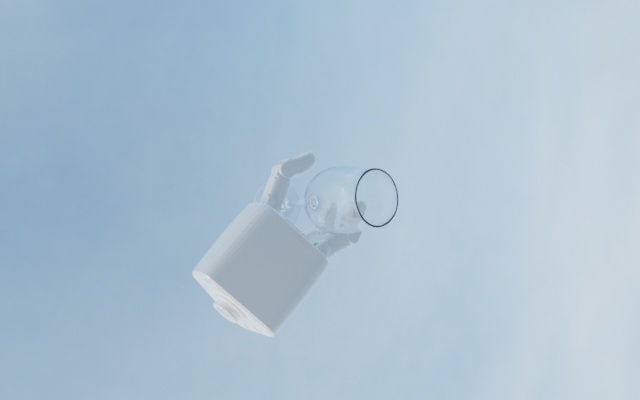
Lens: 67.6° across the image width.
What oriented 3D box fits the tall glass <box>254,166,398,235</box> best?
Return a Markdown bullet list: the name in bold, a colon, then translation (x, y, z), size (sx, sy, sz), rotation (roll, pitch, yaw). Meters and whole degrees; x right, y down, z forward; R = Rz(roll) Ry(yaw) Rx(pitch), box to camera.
- **tall glass**: translation (0.000, 0.002, 0.573), size (0.079, 0.079, 0.201), rotation (0, -3, -37)
